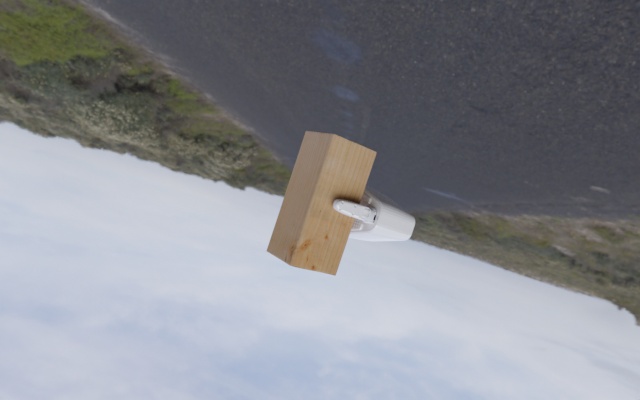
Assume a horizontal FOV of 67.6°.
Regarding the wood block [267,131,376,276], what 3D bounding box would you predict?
[{"bbox_3d":[0.001,0.003,0.761,0.090,0.206,0.091,18,0,-33],"label":"wood block"}]
